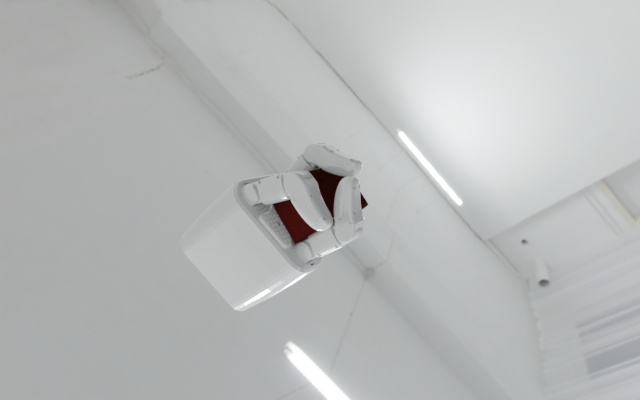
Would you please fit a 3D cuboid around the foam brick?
[{"bbox_3d":[0.000,0.002,0.481,0.051,0.053,0.078,-37,-12,31],"label":"foam brick"}]
